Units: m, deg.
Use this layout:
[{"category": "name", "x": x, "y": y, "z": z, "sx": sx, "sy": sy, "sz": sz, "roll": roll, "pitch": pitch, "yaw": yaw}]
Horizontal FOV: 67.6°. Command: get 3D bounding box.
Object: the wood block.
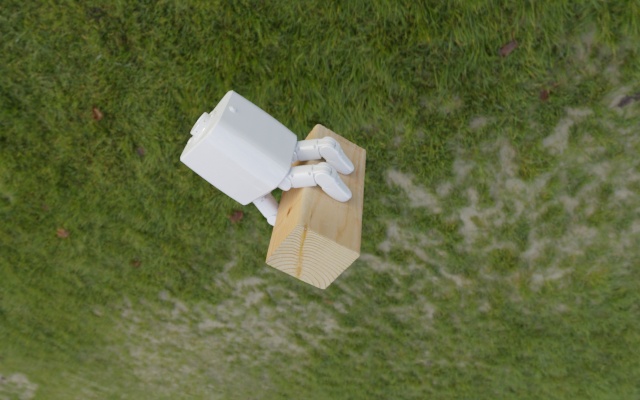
[{"category": "wood block", "x": 0.000, "y": 0.002, "z": 0.658, "sx": 0.090, "sy": 0.206, "sz": 0.091, "roll": 27, "pitch": -49, "yaw": -16}]
